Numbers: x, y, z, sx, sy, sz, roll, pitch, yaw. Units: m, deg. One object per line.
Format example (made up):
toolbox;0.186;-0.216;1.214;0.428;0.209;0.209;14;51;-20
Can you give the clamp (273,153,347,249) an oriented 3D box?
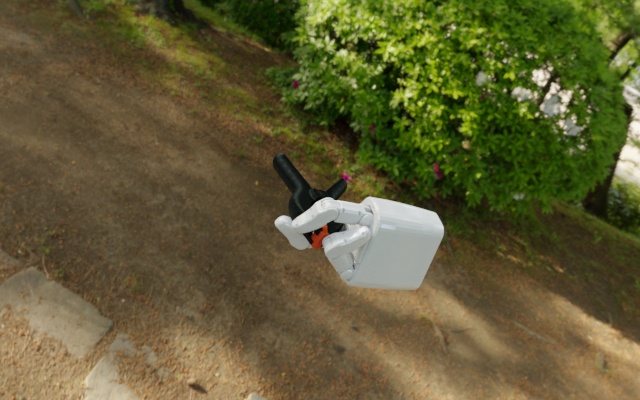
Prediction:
clamp;0.000;0.002;0.661;0.120;0.039;0.171;10;39;-24
